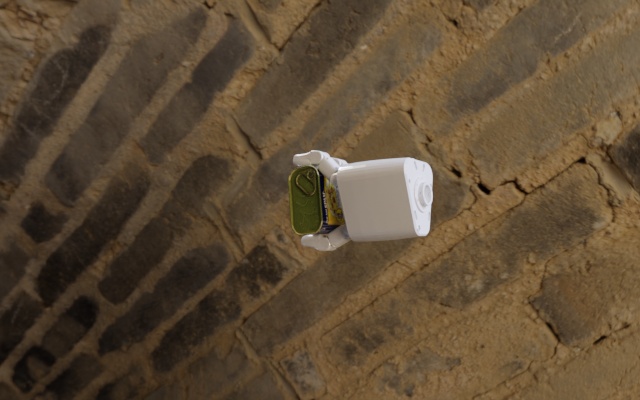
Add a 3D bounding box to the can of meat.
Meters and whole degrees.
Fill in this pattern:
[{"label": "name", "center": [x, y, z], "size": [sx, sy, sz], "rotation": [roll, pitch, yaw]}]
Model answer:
[{"label": "can of meat", "center": [0.000, 0.003, 0.736], "size": [0.057, 0.102, 0.084], "rotation": [-10, -9, 35]}]
